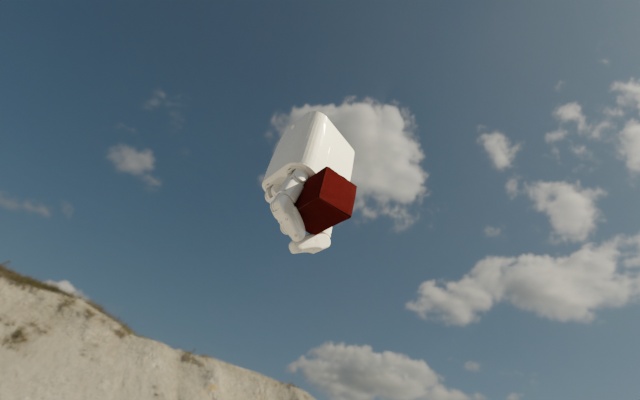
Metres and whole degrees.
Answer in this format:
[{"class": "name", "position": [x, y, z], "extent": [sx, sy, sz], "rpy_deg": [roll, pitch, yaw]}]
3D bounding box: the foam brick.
[{"class": "foam brick", "position": [0.000, 0.002, 0.609], "extent": [0.053, 0.051, 0.078], "rpy_deg": [33, -38, -23]}]
